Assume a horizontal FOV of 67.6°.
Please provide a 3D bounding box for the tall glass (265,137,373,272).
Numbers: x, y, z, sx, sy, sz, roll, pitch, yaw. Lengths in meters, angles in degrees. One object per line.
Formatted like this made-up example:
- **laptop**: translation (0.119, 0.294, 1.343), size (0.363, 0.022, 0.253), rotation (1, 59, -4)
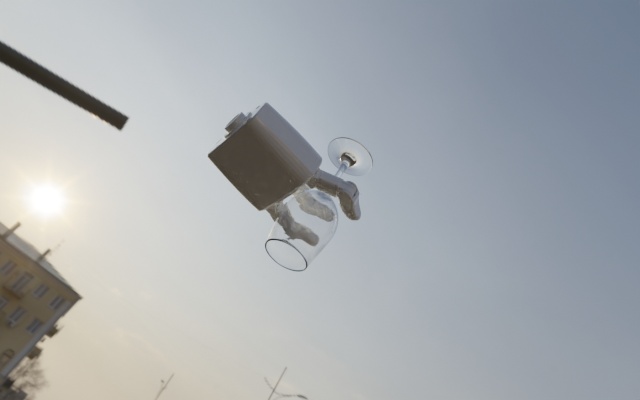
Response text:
- **tall glass**: translation (0.001, 0.002, 0.660), size (0.079, 0.079, 0.201), rotation (0, 43, 37)
